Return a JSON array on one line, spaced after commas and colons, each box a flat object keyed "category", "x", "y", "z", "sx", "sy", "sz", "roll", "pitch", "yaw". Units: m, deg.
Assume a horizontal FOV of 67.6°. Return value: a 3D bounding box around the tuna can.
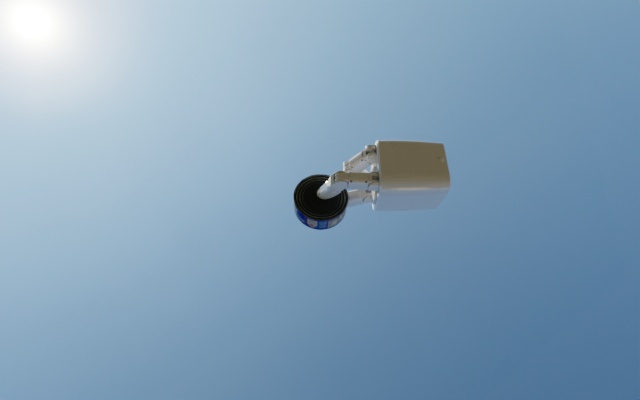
[{"category": "tuna can", "x": 0.000, "y": 0.003, "z": 0.753, "sx": 0.086, "sy": 0.086, "sz": 0.034, "roll": 0, "pitch": -33, "yaw": -3}]
